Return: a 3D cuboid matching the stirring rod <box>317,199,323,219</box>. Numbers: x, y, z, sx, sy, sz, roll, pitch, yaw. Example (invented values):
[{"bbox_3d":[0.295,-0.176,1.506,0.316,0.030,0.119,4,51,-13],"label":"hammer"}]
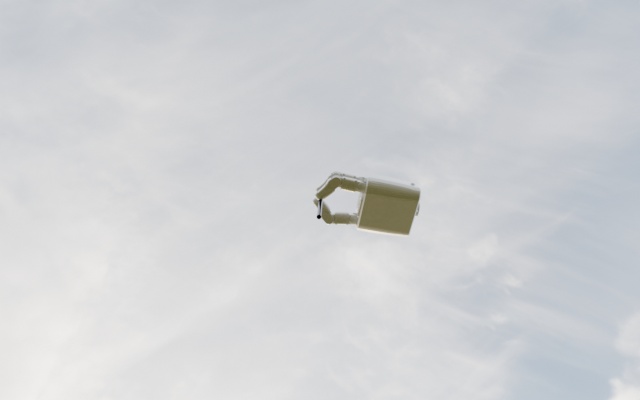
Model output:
[{"bbox_3d":[0.000,0.003,0.899,0.011,0.011,0.239,0,12,1],"label":"stirring rod"}]
